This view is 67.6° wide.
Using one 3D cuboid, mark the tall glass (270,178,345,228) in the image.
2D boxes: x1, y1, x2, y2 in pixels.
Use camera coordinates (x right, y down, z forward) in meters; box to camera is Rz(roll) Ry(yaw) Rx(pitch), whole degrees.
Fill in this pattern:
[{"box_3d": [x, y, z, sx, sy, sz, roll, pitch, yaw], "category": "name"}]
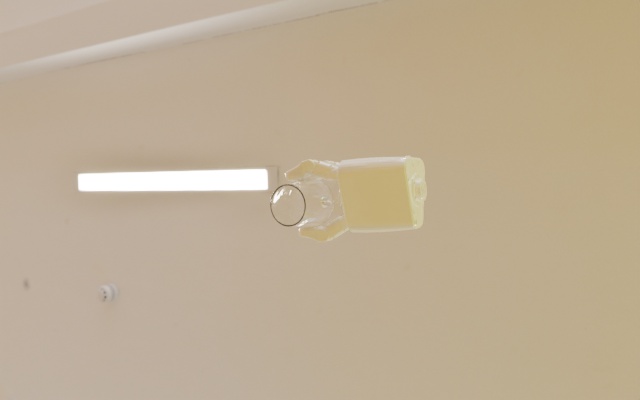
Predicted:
[{"box_3d": [0.000, 0.003, 0.779, 0.079, 0.079, 0.201, 0, 3, 29], "category": "tall glass"}]
